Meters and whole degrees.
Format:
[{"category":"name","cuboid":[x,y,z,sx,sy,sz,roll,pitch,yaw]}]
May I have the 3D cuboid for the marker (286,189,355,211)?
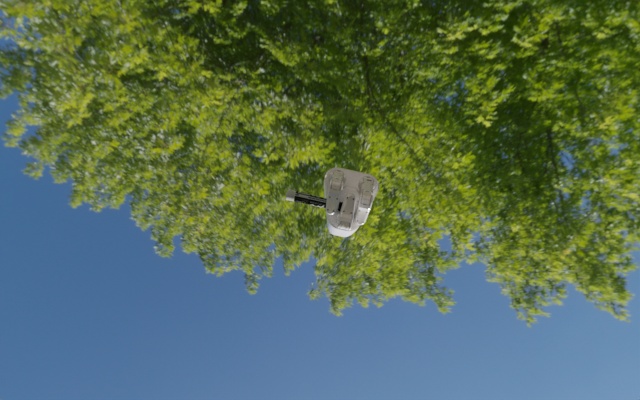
[{"category":"marker","cuboid":[0.000,0.003,0.829,0.121,0.020,0.020,13,0,1]}]
